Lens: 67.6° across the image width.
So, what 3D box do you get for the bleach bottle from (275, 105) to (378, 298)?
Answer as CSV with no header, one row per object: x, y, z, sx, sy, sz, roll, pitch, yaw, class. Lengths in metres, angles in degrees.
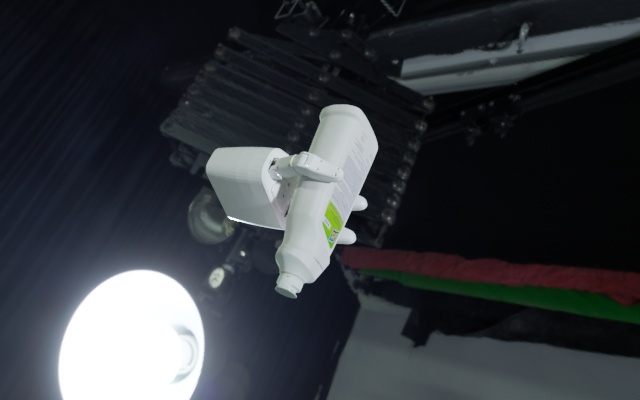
0.000,0.002,0.616,0.068,0.250,0.103,5,-32,32,bleach bottle
